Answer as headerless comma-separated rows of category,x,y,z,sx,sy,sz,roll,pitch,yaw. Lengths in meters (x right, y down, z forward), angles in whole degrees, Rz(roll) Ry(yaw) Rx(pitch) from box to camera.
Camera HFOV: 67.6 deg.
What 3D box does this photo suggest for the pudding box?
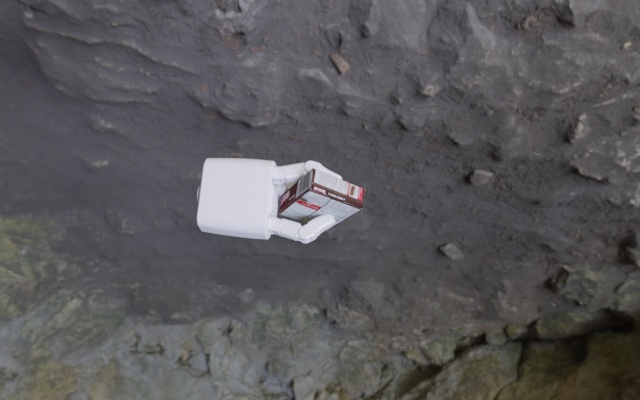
pudding box,0.000,0.002,0.720,0.090,0.039,0.113,20,-27,-21
